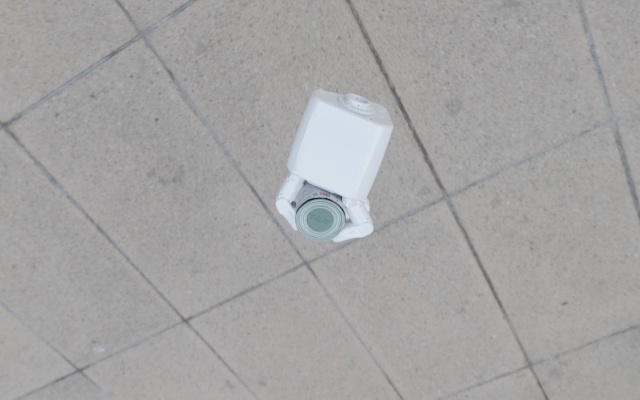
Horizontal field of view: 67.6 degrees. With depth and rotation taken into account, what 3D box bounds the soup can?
[{"bbox_3d":[0.000,0.003,0.658,0.068,0.068,0.102,0,29,0],"label":"soup can"}]
